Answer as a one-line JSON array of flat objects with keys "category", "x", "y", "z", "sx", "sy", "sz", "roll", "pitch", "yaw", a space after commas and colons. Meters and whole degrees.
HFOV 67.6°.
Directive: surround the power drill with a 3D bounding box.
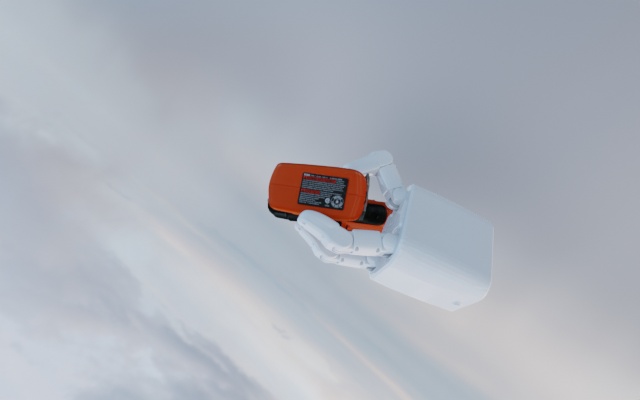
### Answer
[{"category": "power drill", "x": 0.000, "y": 0.002, "z": 0.590, "sx": 0.184, "sy": 0.057, "sz": 0.188, "roll": 6, "pitch": -7, "yaw": 14}]
